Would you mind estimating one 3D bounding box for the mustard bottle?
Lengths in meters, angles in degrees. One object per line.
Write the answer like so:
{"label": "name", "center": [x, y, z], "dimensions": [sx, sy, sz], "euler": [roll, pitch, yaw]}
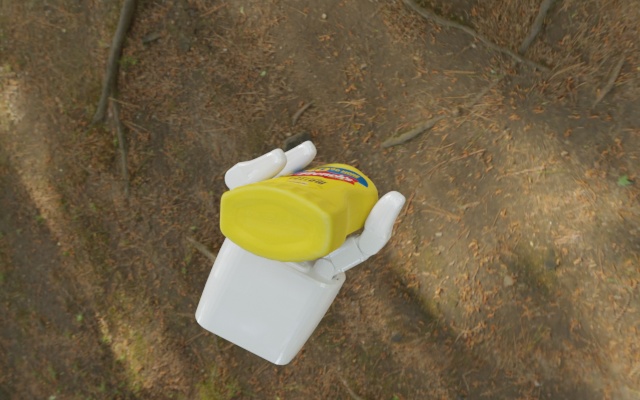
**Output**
{"label": "mustard bottle", "center": [0.000, 0.001, 0.434], "dimensions": [0.096, 0.058, 0.191], "euler": [8, 13, 22]}
